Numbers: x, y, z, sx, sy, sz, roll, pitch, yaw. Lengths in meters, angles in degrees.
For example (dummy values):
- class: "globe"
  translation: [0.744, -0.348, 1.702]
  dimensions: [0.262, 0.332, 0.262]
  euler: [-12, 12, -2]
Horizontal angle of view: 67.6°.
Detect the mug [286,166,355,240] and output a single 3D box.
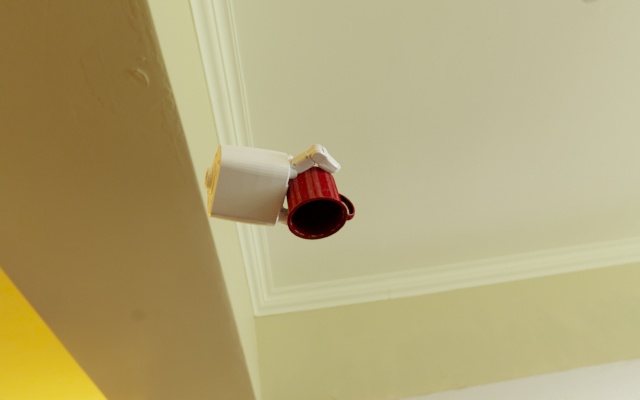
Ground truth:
- class: "mug"
  translation: [0.001, 0.002, 0.747]
  dimensions: [0.117, 0.093, 0.081]
  euler: [9, 41, -21]
